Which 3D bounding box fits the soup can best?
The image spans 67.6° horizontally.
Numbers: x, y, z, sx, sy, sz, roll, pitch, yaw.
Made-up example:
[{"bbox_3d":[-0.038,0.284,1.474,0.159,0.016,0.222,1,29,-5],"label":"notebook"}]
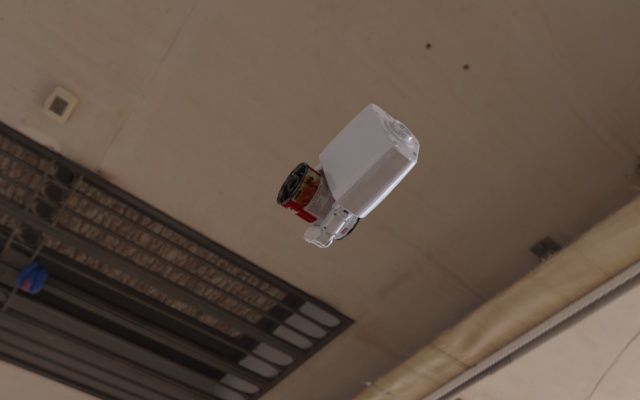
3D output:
[{"bbox_3d":[0.000,0.003,0.664,0.102,0.068,0.068,33,-13,-20],"label":"soup can"}]
